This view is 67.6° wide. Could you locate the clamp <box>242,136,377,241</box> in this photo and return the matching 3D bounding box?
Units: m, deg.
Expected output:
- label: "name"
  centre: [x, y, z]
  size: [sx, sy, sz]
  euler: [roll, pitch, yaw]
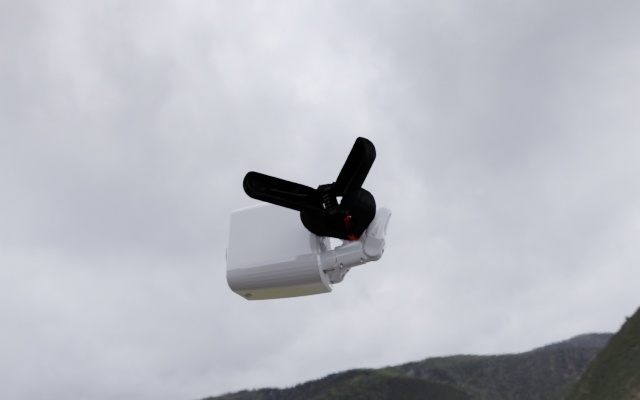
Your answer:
- label: "clamp"
  centre: [0.000, 0.001, 0.470]
  size: [0.120, 0.039, 0.172]
  euler: [-7, -30, 7]
